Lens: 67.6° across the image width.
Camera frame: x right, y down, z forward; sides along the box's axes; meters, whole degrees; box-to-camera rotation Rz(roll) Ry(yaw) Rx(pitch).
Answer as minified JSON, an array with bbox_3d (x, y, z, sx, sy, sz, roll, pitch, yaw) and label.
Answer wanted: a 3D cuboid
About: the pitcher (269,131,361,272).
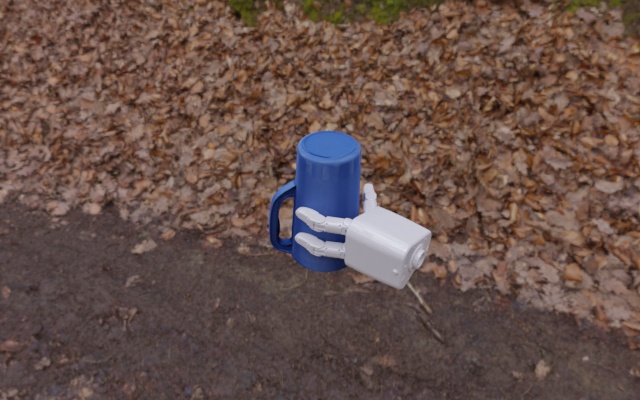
[{"bbox_3d":[0.000,0.003,0.865,0.145,0.243,0.149,26,43,29],"label":"pitcher"}]
